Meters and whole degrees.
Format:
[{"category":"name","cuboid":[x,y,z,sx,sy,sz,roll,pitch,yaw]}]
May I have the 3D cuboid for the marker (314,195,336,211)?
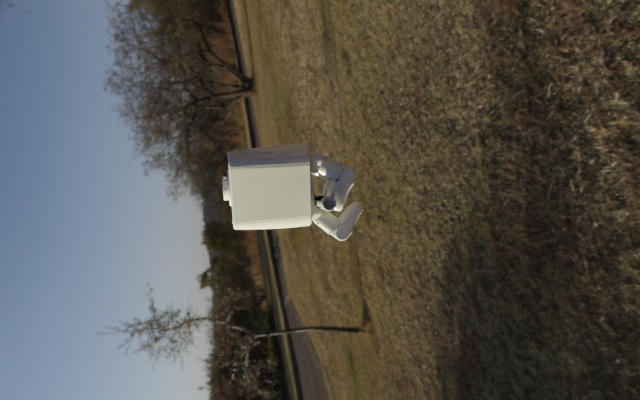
[{"category":"marker","cuboid":[0.000,0.002,0.667,0.020,0.020,0.121,0,2,-11]}]
